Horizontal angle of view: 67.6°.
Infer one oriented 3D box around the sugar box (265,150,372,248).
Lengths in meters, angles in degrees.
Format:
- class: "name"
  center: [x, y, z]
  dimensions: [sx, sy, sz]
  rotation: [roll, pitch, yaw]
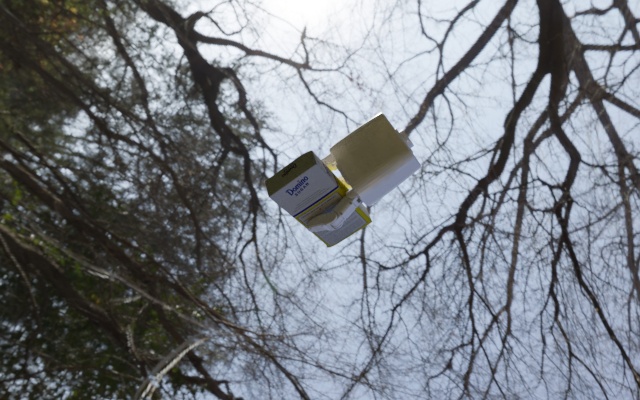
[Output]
- class: "sugar box"
  center: [0.000, 0.002, 0.776]
  dimensions: [0.093, 0.048, 0.176]
  rotation: [-33, -49, 13]
